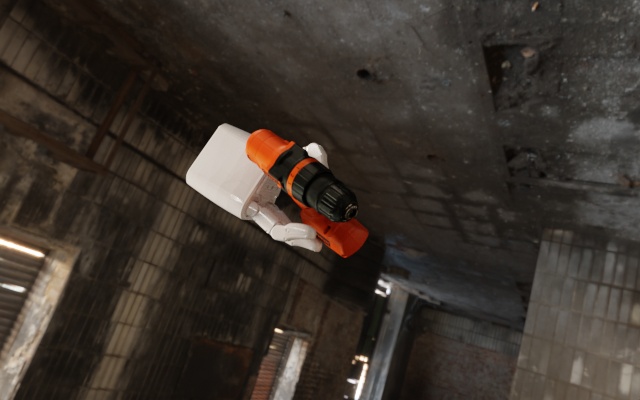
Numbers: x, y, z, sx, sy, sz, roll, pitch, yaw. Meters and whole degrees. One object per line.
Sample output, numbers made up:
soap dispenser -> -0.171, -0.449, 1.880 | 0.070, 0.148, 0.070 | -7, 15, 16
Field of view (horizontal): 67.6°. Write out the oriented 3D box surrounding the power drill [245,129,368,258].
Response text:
power drill -> 0.000, 0.002, 0.614 | 0.184, 0.057, 0.188 | 40, -10, 36
